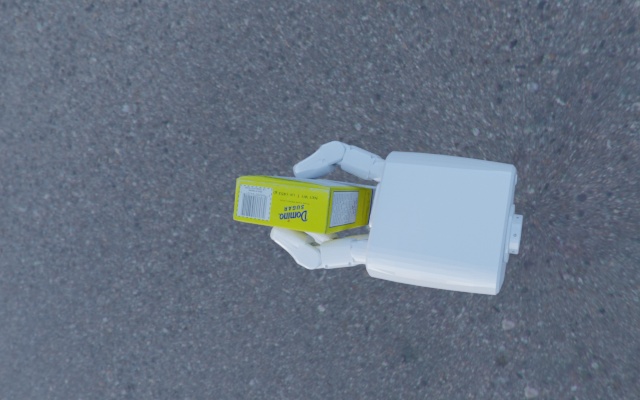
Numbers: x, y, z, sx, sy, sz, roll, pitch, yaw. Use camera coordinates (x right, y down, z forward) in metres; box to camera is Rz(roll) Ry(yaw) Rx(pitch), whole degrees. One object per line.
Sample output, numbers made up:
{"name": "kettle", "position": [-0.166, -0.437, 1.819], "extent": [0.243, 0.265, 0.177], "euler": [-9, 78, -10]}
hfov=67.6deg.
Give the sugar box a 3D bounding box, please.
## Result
{"name": "sugar box", "position": [0.000, 0.002, 0.482], "extent": [0.093, 0.048, 0.176], "euler": [9, 2, 24]}
